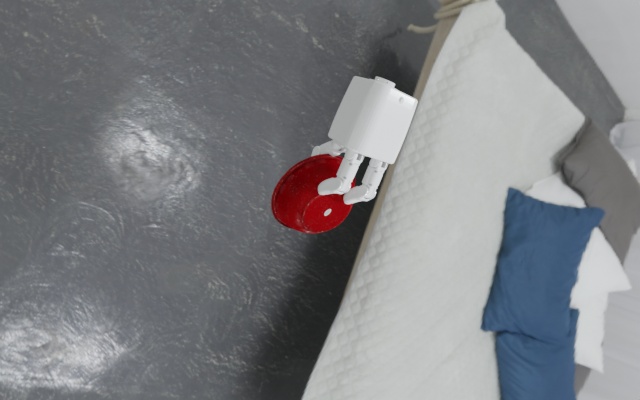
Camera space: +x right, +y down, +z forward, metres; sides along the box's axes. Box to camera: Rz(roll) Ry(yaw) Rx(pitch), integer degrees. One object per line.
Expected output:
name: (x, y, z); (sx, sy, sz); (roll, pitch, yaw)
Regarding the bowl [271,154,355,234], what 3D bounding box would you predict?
bowl: (0.000, 0.004, 0.814); (0.162, 0.162, 0.055); (0, 37, -33)
